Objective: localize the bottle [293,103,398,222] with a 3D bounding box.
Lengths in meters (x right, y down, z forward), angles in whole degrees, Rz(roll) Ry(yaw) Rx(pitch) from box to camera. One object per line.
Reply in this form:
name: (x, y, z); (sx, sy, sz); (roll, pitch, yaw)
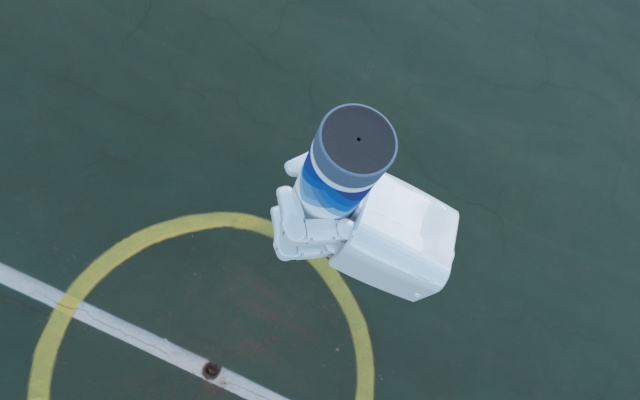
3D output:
bottle: (0.000, 0.002, 0.516); (0.069, 0.069, 0.296); (0, -20, -13)
